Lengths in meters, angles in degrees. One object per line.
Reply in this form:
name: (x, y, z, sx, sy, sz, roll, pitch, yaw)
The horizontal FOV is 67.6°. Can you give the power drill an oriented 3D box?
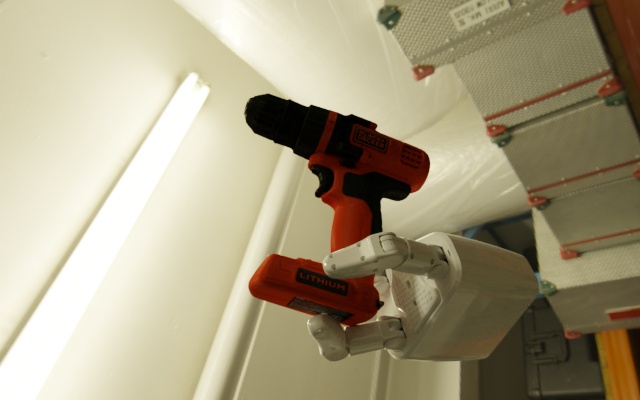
power drill: (0.000, 0.002, 0.421, 0.184, 0.187, 0.057, 19, -26, -5)
